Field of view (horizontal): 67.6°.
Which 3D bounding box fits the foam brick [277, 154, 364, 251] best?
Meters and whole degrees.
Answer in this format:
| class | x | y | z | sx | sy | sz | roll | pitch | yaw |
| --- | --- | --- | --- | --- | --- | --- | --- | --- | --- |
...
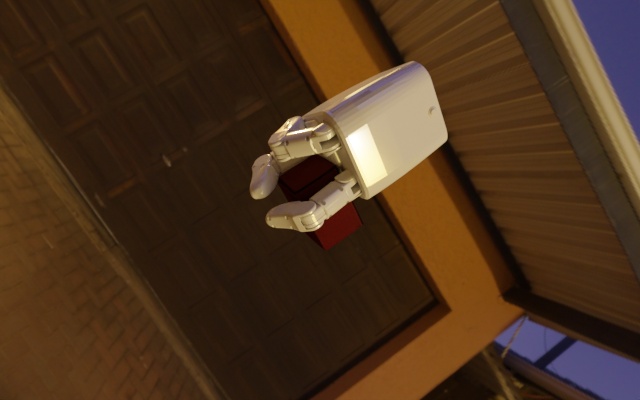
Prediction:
| class | x | y | z | sx | sy | sz | roll | pitch | yaw |
| --- | --- | --- | --- | --- | --- | --- | --- | --- | --- |
| foam brick | 0.000 | 0.002 | 0.493 | 0.051 | 0.078 | 0.053 | -34 | 31 | -12 |
